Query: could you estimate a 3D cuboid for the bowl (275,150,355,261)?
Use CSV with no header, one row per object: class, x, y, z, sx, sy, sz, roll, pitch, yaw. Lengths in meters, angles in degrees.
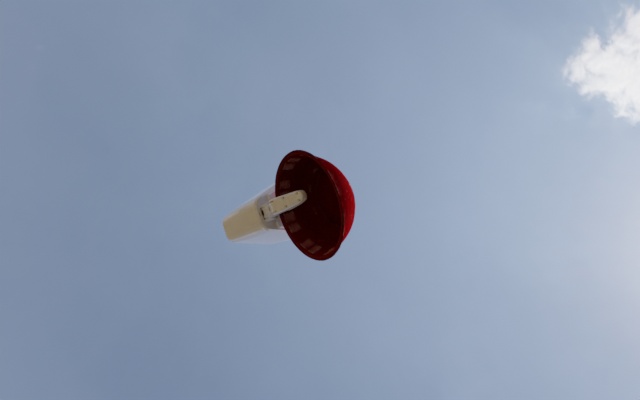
bowl,0.001,0.002,0.690,0.055,0.162,0.162,-17,10,-35
